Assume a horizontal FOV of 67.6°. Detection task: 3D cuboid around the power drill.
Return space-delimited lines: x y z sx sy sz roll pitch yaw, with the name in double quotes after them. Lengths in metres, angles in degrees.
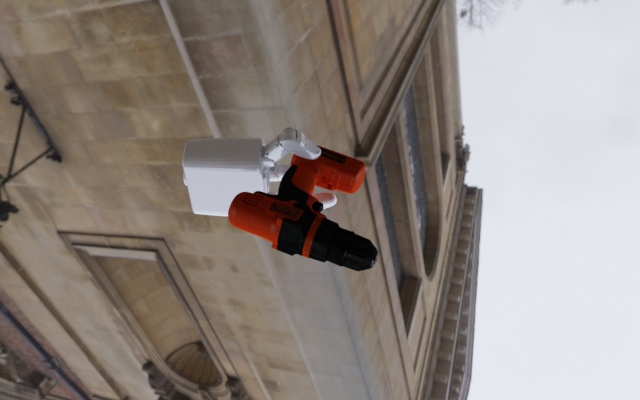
0.000 0.002 0.615 0.184 0.057 0.187 21 35 7 "power drill"
